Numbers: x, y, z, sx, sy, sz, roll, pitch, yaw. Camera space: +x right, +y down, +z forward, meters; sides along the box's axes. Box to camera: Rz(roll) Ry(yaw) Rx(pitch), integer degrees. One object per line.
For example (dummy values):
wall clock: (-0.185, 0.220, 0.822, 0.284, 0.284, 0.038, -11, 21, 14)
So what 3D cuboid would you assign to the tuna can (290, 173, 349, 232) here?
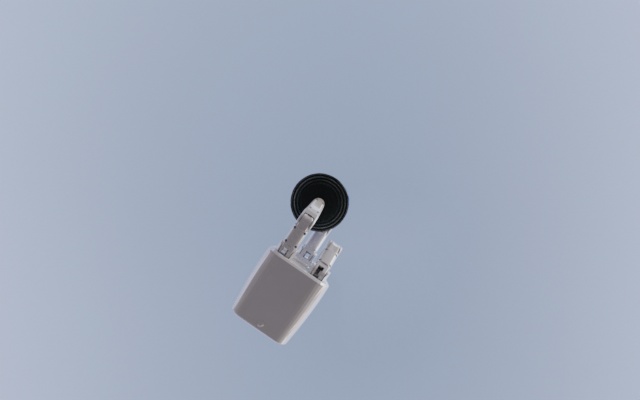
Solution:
tuna can: (0.000, 0.002, 0.711, 0.086, 0.086, 0.034, 0, 3, 7)
